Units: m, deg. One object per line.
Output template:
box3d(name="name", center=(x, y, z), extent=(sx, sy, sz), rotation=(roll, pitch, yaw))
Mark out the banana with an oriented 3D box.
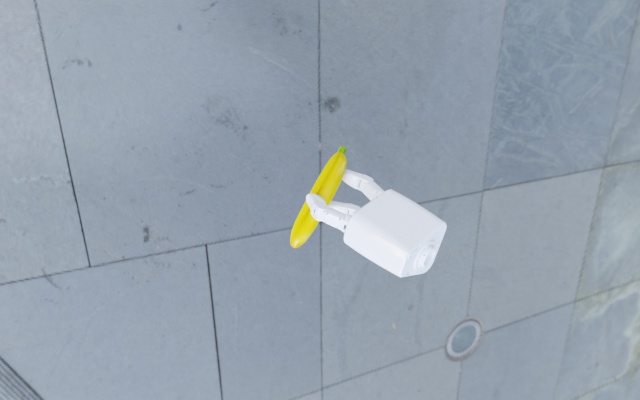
box3d(name="banana", center=(-0.002, 0.001, 0.804), extent=(0.037, 0.198, 0.069), rotation=(30, 8, 8))
